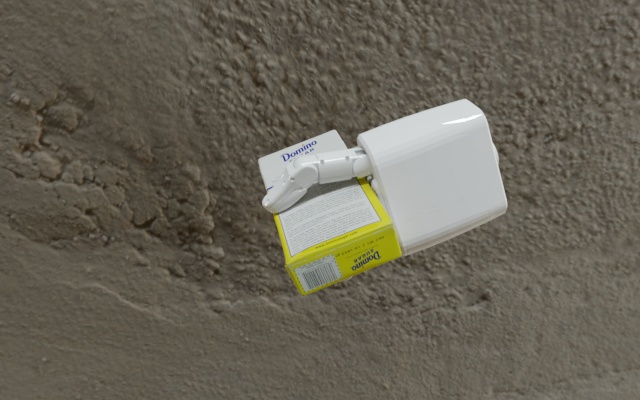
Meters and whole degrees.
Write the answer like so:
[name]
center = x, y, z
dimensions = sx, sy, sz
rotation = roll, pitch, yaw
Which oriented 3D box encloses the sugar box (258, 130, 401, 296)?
[sugar box]
center = 0.000, 0.002, 0.454
dimensions = 0.093, 0.048, 0.176
rotation = -21, 34, -1
